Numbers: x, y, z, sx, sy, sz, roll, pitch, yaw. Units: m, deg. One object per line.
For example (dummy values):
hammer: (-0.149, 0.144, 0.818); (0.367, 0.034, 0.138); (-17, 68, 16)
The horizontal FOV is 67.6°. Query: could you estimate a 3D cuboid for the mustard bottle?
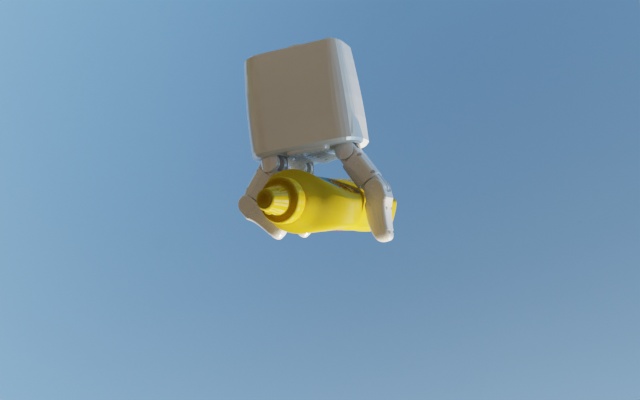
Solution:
mustard bottle: (0.000, 0.002, 0.475); (0.096, 0.058, 0.191); (16, 5, 28)
